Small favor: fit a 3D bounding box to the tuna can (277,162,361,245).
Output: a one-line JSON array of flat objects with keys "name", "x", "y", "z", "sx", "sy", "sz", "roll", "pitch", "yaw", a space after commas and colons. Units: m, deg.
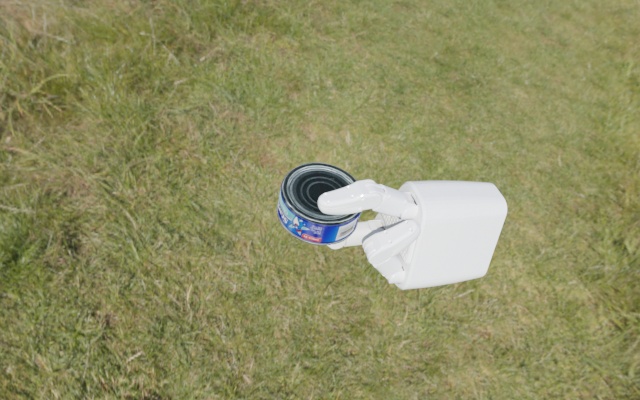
[{"name": "tuna can", "x": 0.000, "y": 0.001, "z": 0.483, "sx": 0.086, "sy": 0.086, "sz": 0.034, "roll": 0, "pitch": -42, "yaw": -14}]
